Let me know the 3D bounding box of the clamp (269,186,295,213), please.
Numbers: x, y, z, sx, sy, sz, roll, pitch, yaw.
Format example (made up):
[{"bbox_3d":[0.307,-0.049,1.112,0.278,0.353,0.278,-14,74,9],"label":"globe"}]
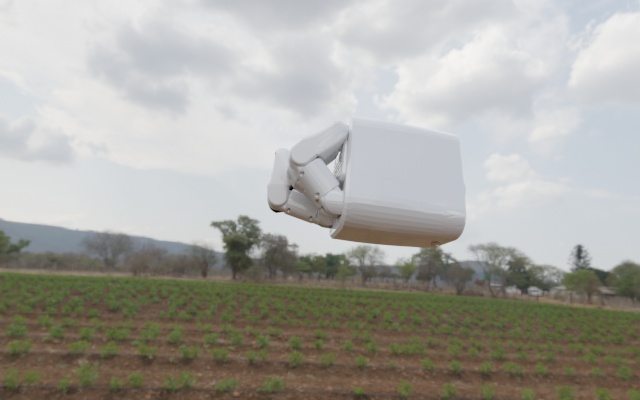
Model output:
[{"bbox_3d":[0.000,0.001,0.538,0.120,0.039,0.171,10,-10,-4],"label":"clamp"}]
